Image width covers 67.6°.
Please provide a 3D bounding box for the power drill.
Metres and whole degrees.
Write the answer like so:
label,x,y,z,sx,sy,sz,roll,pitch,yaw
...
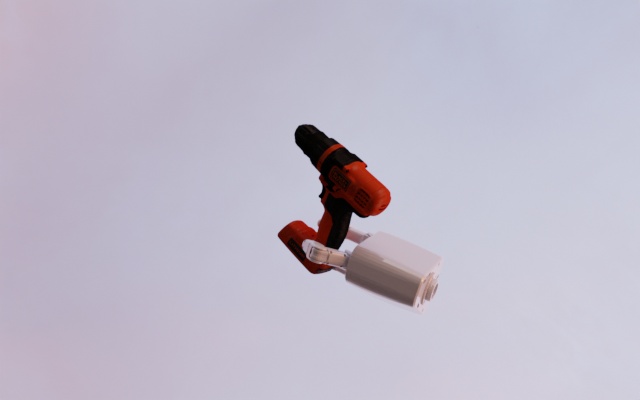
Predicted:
label,x,y,z,sx,sy,sz,roll,pitch,yaw
power drill,0.000,0.003,0.712,0.057,0.188,0.184,-14,50,-44
